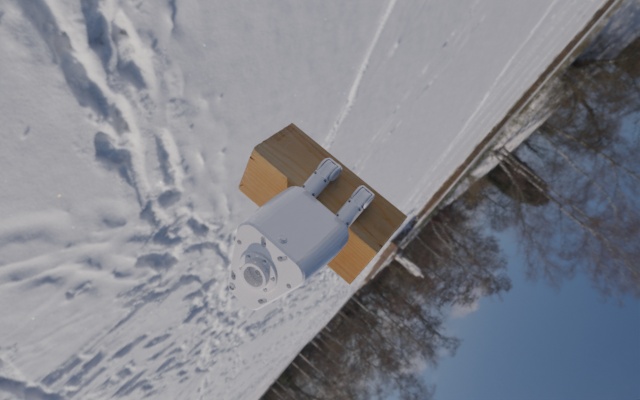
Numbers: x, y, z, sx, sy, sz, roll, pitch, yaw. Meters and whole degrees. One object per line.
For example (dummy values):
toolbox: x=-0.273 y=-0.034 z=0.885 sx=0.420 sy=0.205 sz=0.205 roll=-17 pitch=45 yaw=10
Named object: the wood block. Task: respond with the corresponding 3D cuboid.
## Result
wood block: x=0.000 y=0.003 z=0.656 sx=0.090 sy=0.206 sz=0.091 roll=-42 pitch=-11 yaw=-43
